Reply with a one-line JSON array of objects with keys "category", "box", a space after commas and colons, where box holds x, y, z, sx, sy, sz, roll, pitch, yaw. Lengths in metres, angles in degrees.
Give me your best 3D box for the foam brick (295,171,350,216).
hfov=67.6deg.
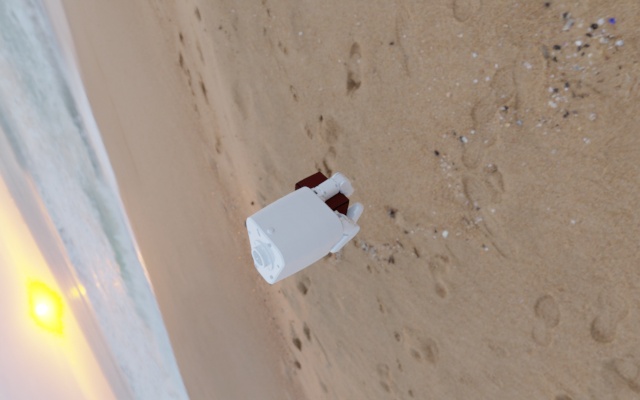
[{"category": "foam brick", "box": [0.000, 0.002, 0.759, 0.051, 0.053, 0.078, -28, 58, -28]}]
